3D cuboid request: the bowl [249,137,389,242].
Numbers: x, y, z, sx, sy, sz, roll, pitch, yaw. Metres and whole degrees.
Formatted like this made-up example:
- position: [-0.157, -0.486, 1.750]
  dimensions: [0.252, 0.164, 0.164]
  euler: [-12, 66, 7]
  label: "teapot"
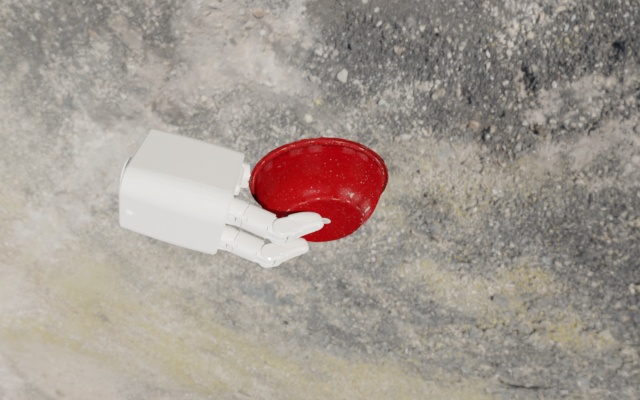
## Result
- position: [0.001, 0.002, 0.540]
  dimensions: [0.162, 0.055, 0.162]
  euler: [-3, -34, -2]
  label: "bowl"
